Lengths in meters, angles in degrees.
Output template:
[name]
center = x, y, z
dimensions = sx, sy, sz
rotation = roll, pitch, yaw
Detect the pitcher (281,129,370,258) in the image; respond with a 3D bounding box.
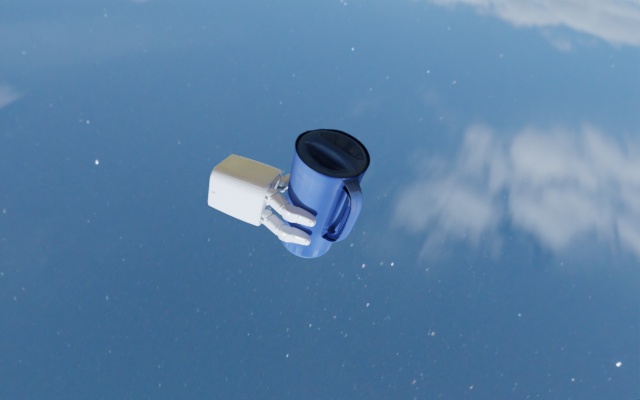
[pitcher]
center = 0.000, 0.003, 0.886
dimensions = 0.145, 0.243, 0.149
rotation = 21, 43, 4
